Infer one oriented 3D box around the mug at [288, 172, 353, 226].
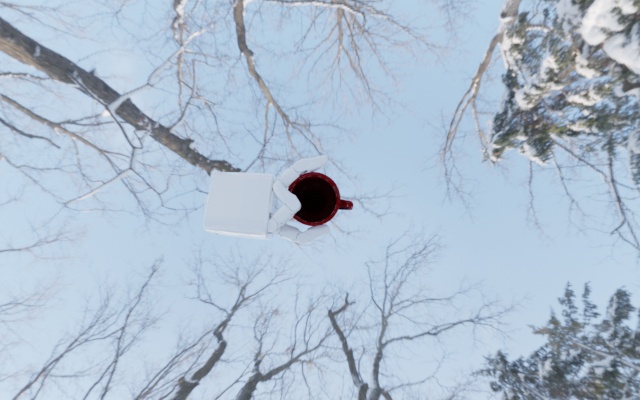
[{"bbox_3d":[0.002,0.003,0.848,0.117,0.093,0.081,4,-7,1],"label":"mug"}]
